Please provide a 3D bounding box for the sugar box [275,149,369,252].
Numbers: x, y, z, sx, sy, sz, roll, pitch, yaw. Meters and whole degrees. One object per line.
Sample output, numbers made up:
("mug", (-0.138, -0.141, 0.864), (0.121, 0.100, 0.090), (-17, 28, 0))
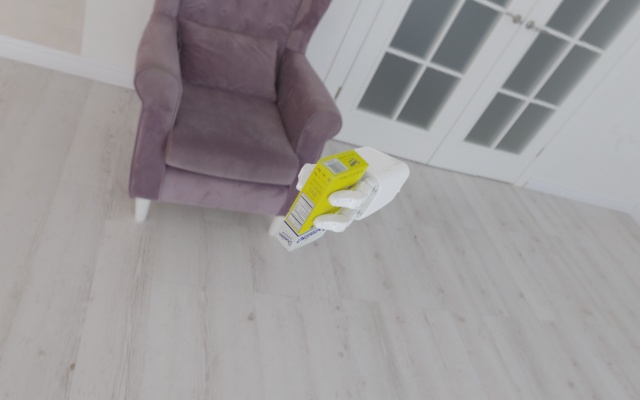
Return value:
("sugar box", (0.001, 0.003, 0.773), (0.048, 0.176, 0.093), (45, 39, 21))
